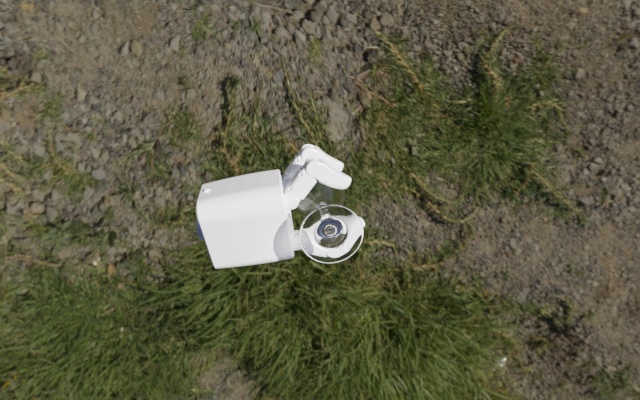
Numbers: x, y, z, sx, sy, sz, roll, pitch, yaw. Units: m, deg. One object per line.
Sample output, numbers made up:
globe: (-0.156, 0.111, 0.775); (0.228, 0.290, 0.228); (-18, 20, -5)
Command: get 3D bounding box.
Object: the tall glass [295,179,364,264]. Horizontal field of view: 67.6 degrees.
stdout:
tall glass: (0.000, 0.002, 0.631); (0.079, 0.079, 0.201); (0, 22, -7)
